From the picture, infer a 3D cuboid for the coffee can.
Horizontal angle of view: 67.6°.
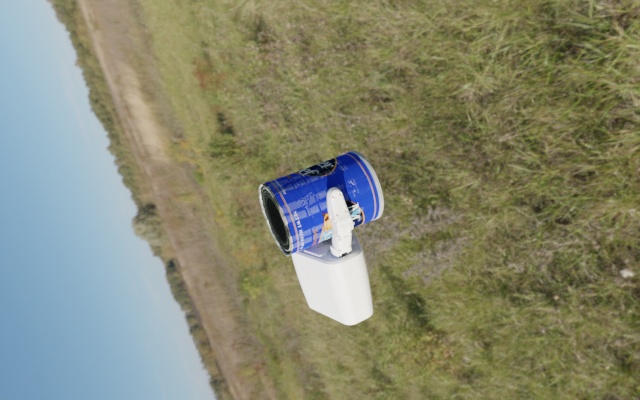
[{"bbox_3d":[0.000,0.002,0.652,0.140,0.103,0.103,-21,7,-18],"label":"coffee can"}]
